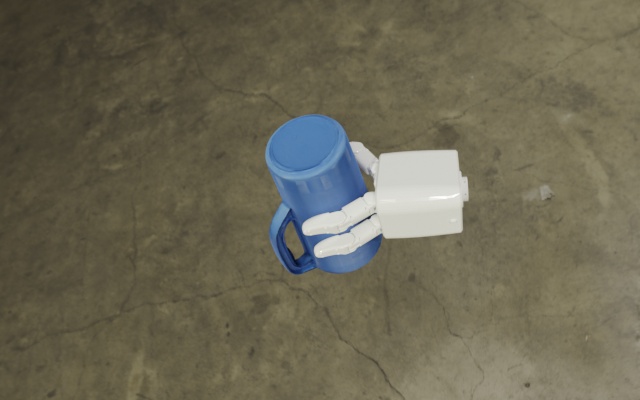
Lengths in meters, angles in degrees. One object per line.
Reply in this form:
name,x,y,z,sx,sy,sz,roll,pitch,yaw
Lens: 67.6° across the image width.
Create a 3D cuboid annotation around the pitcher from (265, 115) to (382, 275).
pitcher,0.000,0.002,0.688,0.145,0.149,0.243,-3,-35,15
